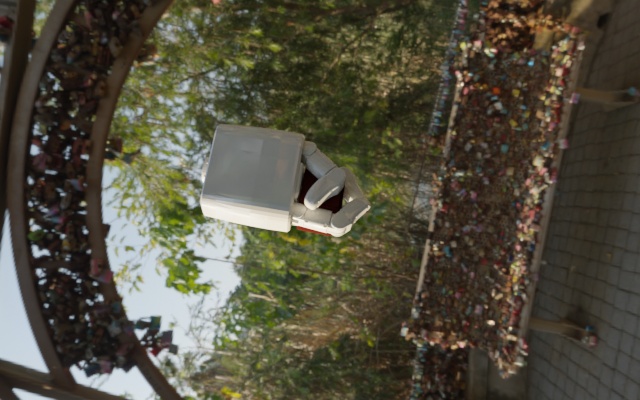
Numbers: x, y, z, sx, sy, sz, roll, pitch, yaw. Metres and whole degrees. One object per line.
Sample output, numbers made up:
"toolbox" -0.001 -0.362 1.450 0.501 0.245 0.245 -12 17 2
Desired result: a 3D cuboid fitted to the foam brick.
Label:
"foam brick" 0.000 0.002 0.601 0.051 0.053 0.078 9 -31 0
